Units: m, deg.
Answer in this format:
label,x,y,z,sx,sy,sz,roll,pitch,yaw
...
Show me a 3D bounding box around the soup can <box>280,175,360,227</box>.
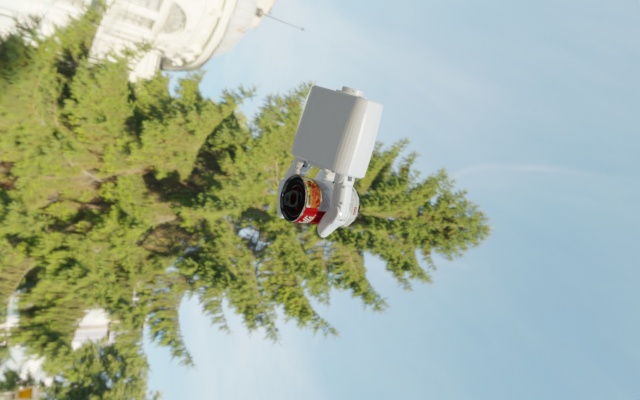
label,x,y,z,sx,sy,sz,roll,pitch,yaw
soup can,0.000,0.003,0.711,0.102,0.068,0.068,8,-5,-36
